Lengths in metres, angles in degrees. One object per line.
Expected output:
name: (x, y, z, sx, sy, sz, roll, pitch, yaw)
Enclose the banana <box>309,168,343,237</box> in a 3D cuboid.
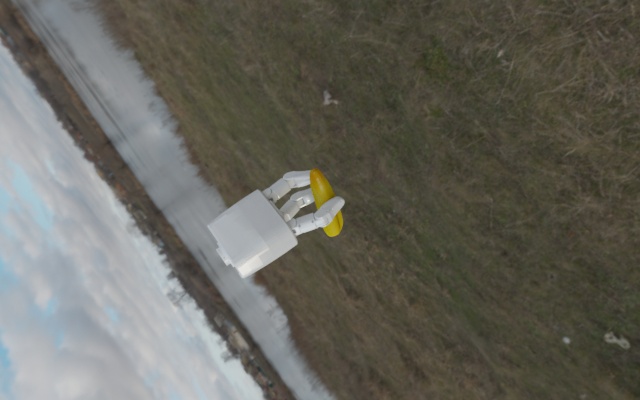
banana: (0.011, 0.018, 0.843, 0.037, 0.069, 0.198, -33, -26, -10)
